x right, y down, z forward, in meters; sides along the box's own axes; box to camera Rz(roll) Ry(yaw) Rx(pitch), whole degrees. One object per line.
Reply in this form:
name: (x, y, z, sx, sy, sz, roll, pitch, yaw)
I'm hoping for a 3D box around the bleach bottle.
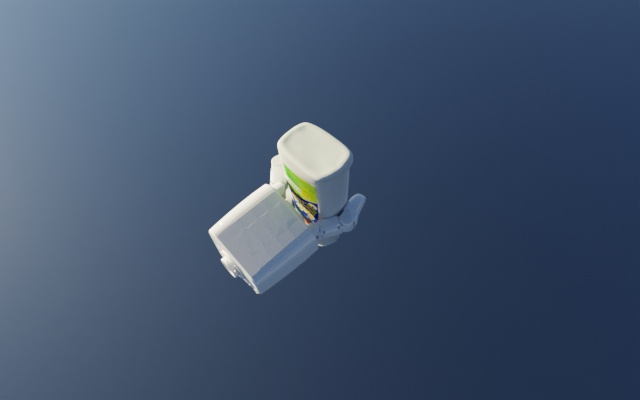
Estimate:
bleach bottle: (0.000, 0.002, 0.709, 0.102, 0.068, 0.251, 40, -22, 26)
